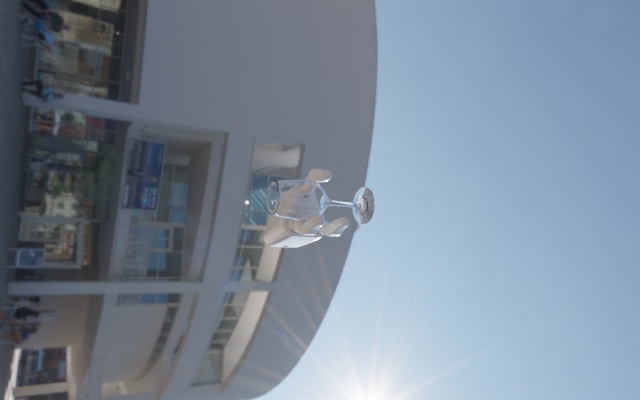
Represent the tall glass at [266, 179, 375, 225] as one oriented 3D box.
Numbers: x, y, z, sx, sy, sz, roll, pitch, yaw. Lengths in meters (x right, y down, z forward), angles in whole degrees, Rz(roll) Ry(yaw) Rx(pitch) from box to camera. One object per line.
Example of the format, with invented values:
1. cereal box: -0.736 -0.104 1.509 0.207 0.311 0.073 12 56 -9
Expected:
1. tall glass: 0.001 0.003 0.898 0.201 0.079 0.079 6 -3 -31
